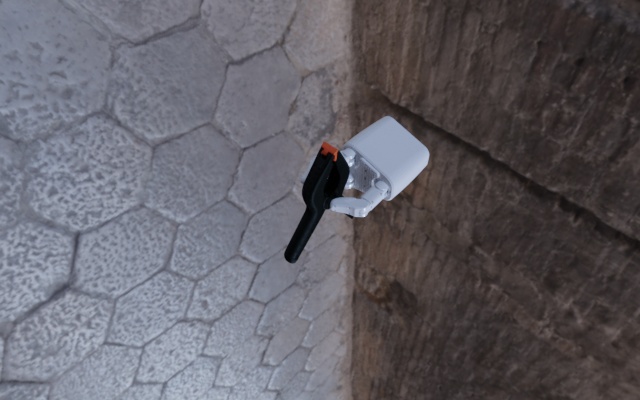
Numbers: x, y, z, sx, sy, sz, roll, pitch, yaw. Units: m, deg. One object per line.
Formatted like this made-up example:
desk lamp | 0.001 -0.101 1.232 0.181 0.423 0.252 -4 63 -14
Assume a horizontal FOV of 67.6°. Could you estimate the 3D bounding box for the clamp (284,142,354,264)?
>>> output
clamp | 0.001 0.002 0.762 0.036 0.210 0.164 35 58 26
